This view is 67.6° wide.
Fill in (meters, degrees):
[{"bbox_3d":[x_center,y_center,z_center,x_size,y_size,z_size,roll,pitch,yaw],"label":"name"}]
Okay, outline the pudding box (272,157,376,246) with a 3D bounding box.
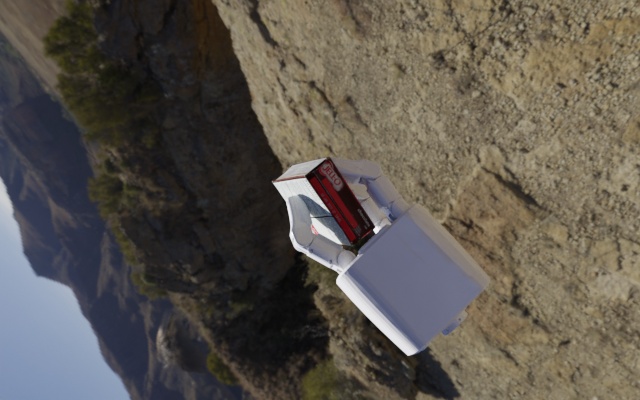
[{"bbox_3d":[0.000,0.002,0.524,0.039,0.090,0.113,-38,14,-21],"label":"pudding box"}]
